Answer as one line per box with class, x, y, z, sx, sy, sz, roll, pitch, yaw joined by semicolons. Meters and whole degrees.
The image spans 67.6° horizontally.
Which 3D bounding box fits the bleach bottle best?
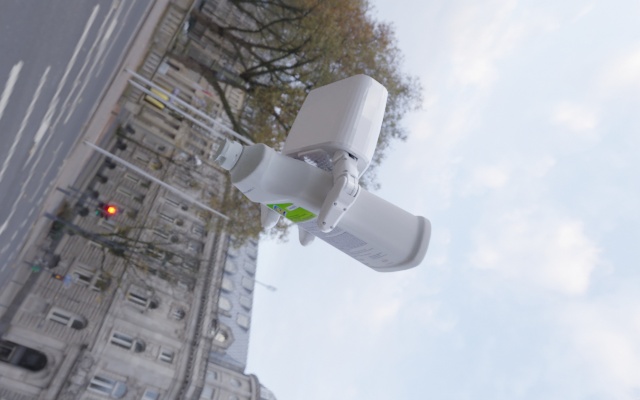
bleach bottle;0.000;0.002;0.540;0.251;0.068;0.102;30;-27;-22
